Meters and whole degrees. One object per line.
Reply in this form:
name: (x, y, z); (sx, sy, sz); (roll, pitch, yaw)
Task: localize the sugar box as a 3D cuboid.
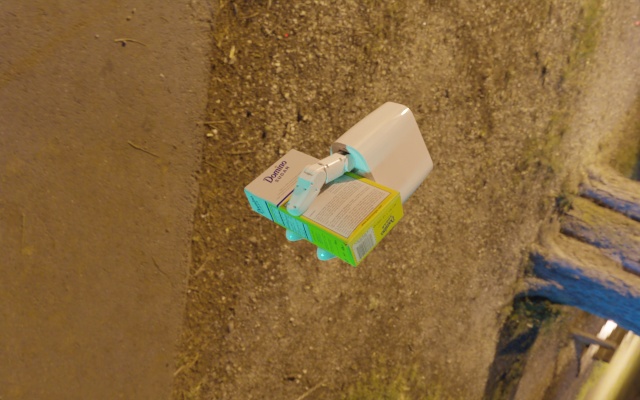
sugar box: (0.000, 0.002, 0.575); (0.176, 0.048, 0.093); (25, 56, 39)
